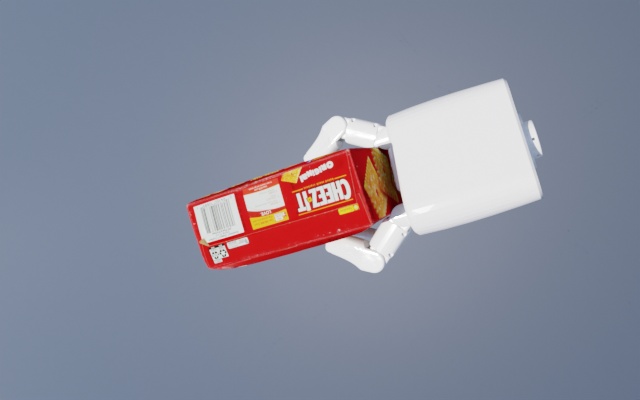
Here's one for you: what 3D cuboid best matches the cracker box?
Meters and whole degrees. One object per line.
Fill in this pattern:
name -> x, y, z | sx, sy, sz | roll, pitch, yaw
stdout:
cracker box -> 0.000, 0.001, 0.487 | 0.164, 0.072, 0.213 | -17, -1, 23
